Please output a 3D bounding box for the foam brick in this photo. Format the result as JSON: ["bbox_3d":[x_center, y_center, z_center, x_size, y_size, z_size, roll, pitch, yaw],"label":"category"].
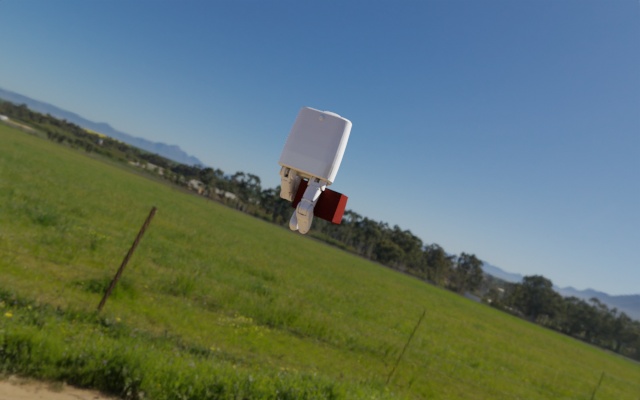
[{"bbox_3d":[0.000,0.003,0.805,0.078,0.051,0.053,21,-2,16],"label":"foam brick"}]
